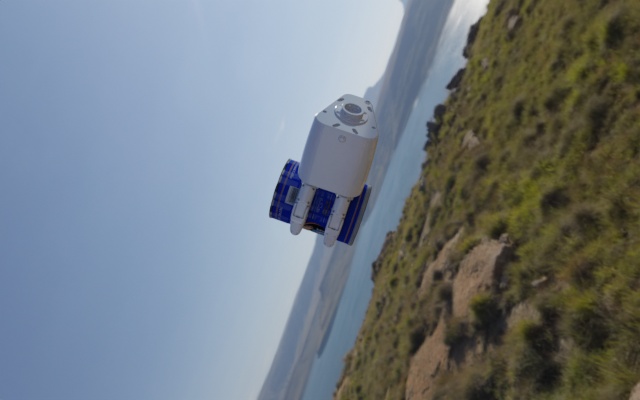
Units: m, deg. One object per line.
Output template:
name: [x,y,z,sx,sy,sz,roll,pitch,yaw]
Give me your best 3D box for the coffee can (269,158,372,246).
coffee can: [0.000,0.003,0.771,0.140,0.103,0.103,19,1,2]
